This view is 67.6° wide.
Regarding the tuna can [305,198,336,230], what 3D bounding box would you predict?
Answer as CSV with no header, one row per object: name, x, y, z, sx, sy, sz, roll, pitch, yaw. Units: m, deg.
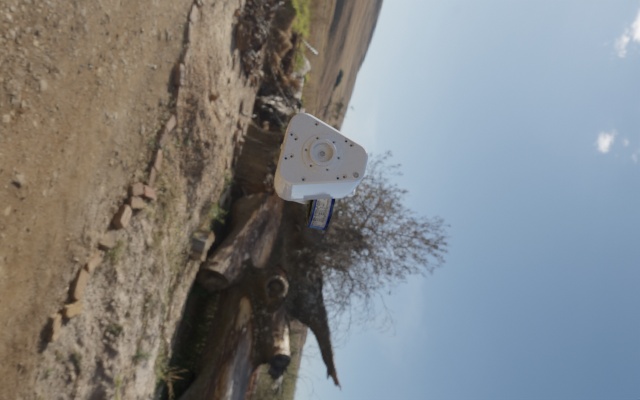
tuna can,0.001,0.003,0.755,0.034,0.086,0.086,11,-1,-7
